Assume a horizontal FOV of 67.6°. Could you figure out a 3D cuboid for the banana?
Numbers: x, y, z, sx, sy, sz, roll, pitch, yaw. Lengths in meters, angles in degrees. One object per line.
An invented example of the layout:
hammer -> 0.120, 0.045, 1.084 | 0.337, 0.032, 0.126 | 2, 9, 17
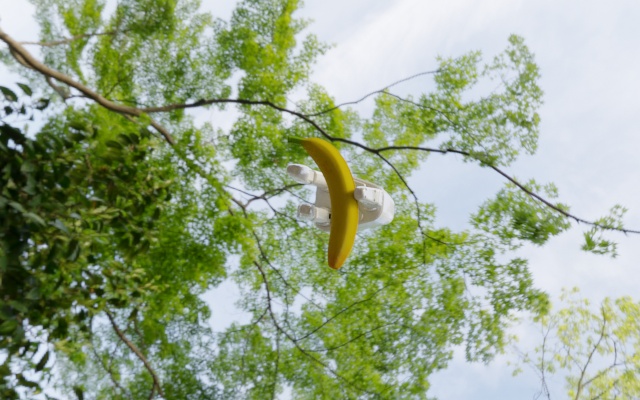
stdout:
banana -> 0.017, -0.007, 0.655 | 0.069, 0.197, 0.037 | -20, -13, 6
